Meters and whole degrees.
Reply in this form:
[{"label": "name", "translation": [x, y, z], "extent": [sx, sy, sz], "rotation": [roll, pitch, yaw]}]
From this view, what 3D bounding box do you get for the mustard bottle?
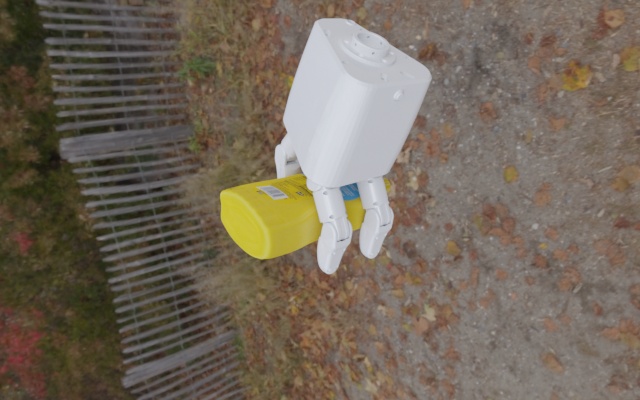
[{"label": "mustard bottle", "translation": [0.000, 0.002, 0.501], "extent": [0.191, 0.058, 0.096], "rotation": [-15, 30, -35]}]
